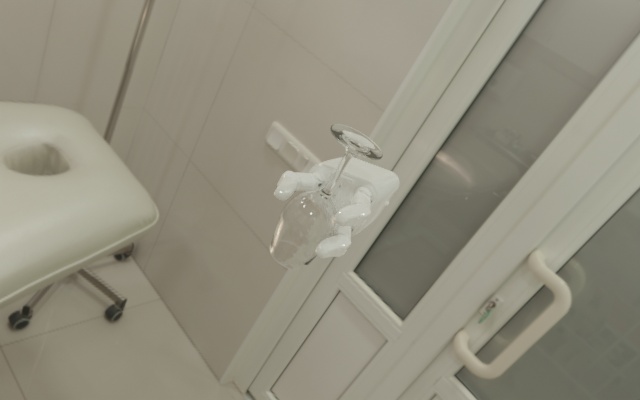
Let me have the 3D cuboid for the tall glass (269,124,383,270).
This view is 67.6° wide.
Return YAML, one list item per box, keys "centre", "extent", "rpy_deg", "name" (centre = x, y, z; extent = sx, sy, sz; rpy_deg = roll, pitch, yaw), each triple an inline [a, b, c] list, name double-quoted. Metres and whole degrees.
- centre: [0.000, 0.002, 0.637]
  extent: [0.079, 0.201, 0.079]
  rpy_deg: [24, 28, -14]
  name: "tall glass"
